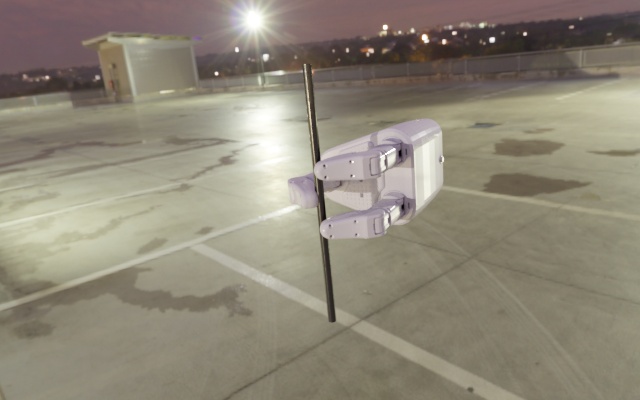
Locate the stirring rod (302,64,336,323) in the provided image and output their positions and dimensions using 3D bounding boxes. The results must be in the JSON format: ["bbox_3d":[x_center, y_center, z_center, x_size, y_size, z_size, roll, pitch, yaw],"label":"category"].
[{"bbox_3d":[0.000,0.001,0.431,0.011,0.239,0.011,-5,16,1],"label":"stirring rod"}]
